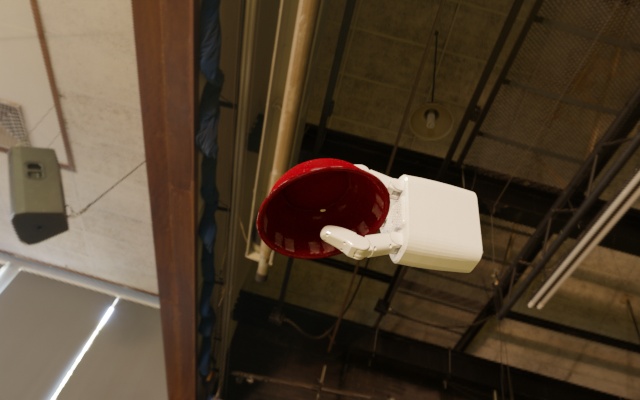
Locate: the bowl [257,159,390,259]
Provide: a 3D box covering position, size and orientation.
[{"bbox_3d":[-0.001,0.001,0.582,0.162,0.055,0.162,-9,-42,-8],"label":"bowl"}]
